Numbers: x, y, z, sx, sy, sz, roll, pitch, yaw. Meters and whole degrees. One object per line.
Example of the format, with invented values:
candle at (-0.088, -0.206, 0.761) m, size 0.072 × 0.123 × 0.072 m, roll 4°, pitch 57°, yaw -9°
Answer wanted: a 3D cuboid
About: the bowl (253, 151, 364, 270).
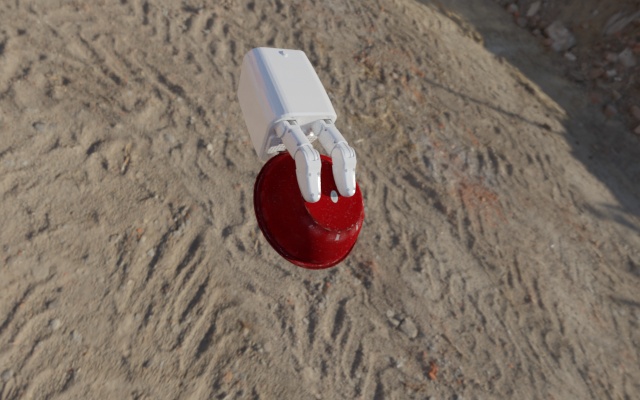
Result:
bowl at (0.001, 0.003, 0.594) m, size 0.162 × 0.162 × 0.055 m, roll 0°, pitch -18°, yaw -36°
